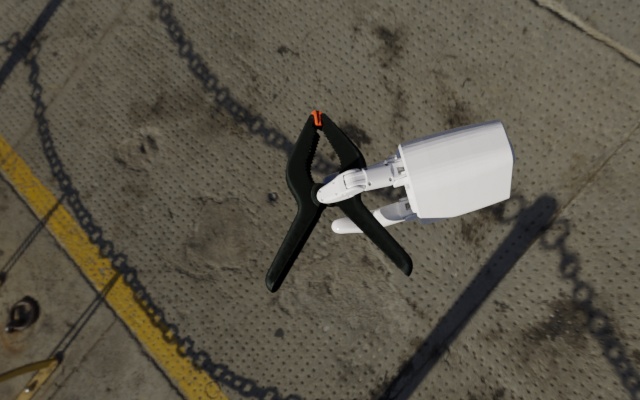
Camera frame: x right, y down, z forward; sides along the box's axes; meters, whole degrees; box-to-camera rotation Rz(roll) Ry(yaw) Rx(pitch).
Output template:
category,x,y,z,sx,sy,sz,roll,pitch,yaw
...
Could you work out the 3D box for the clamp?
category,x,y,z,sx,sy,sz,roll,pitch,yaw
clamp,0.000,0.001,0.546,0.164,0.210,0.036,-15,-14,8
